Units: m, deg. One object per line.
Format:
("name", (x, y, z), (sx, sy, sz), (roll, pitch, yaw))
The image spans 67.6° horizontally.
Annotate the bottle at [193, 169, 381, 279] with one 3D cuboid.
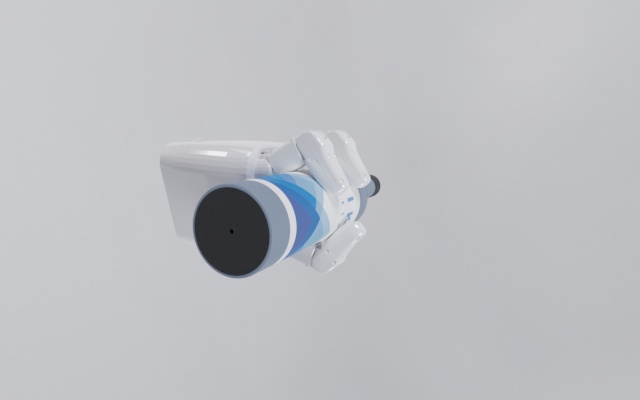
("bottle", (0.000, 0.002, 0.457), (0.069, 0.069, 0.295), (0, 8, 25))
